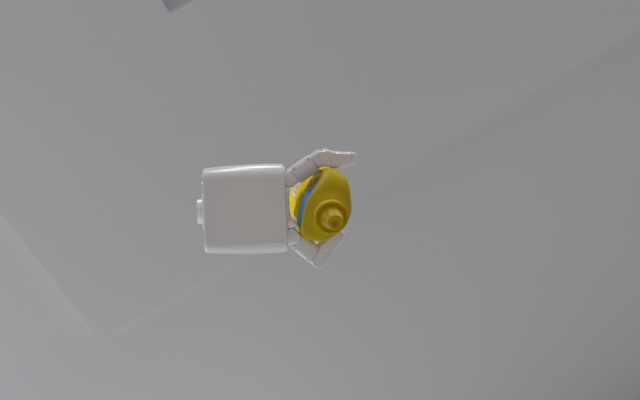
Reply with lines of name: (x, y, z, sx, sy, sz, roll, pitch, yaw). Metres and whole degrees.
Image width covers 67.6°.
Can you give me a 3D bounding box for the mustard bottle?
mustard bottle: (0.000, 0.002, 0.638, 0.058, 0.096, 0.191, 23, 9, -15)
